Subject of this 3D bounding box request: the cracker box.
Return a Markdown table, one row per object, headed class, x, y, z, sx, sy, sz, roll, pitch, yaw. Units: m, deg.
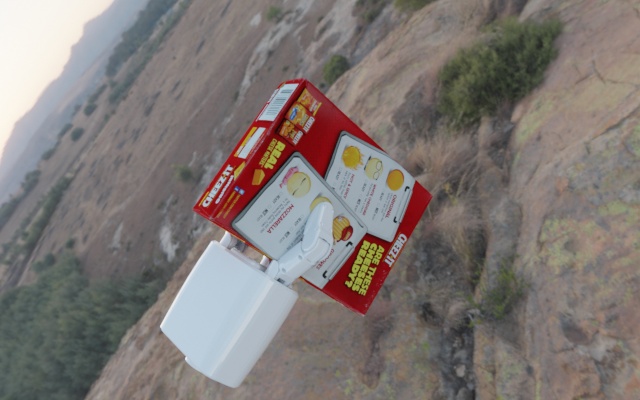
| class | x | y | z | sx | sy | sz | roll | pitch | yaw |
| --- | --- | --- | --- | --- | --- | --- | --- | --- | --- |
| cracker box | 0.000 | 0.002 | 0.516 | 0.214 | 0.164 | 0.072 | 37 | -11 | -30 |
